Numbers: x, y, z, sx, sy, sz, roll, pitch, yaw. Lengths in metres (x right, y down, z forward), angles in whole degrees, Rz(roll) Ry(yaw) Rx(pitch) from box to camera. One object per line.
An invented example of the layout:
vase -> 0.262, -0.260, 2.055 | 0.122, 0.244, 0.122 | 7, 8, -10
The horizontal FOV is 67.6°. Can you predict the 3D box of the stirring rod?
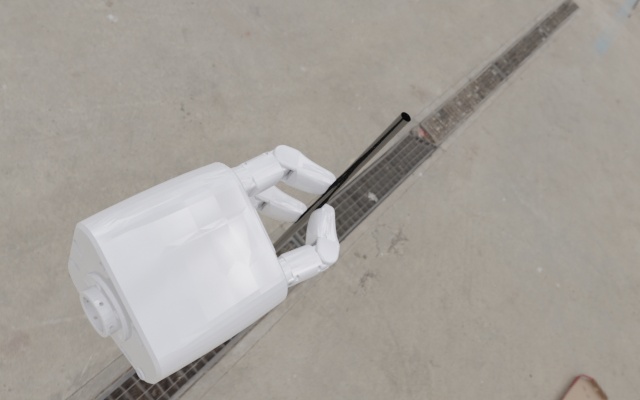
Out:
stirring rod -> 0.000, 0.001, 0.405 | 0.011, 0.011, 0.240 | 0, -28, -32
